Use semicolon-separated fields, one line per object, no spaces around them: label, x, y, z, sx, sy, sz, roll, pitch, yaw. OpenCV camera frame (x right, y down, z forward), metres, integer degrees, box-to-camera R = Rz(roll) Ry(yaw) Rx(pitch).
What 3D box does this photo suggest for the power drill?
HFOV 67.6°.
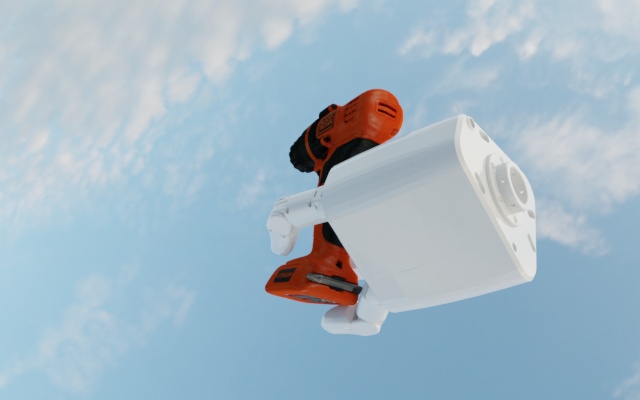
power drill;0.000;0.002;0.455;0.057;0.187;0.184;17;-16;-21
